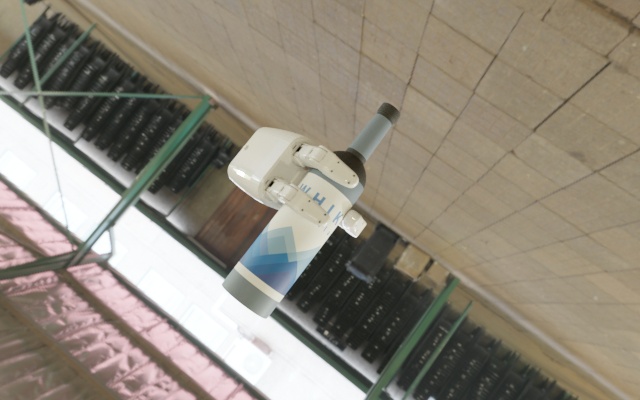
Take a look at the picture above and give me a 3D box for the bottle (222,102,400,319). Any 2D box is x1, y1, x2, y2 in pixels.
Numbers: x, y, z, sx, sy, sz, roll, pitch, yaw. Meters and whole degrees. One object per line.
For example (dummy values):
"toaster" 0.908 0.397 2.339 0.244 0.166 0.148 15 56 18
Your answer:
"bottle" 0.000 0.002 0.574 0.069 0.295 0.069 37 -8 6
